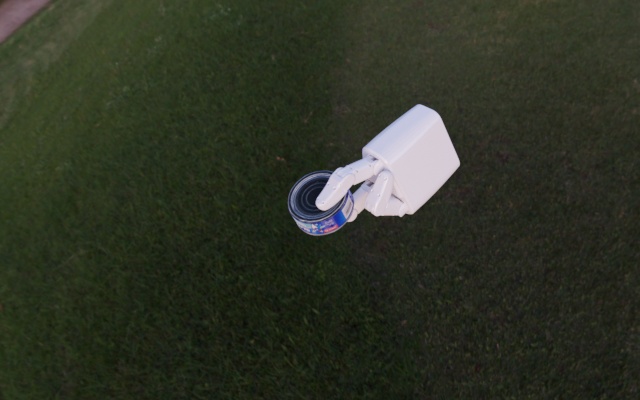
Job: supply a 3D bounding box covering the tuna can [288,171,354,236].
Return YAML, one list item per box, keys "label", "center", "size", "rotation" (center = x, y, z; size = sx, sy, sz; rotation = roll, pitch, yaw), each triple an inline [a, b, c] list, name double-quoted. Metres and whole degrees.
- label: "tuna can"
  center: [0.000, 0.002, 0.642]
  size: [0.086, 0.086, 0.034]
  rotation: [0, -34, 22]
